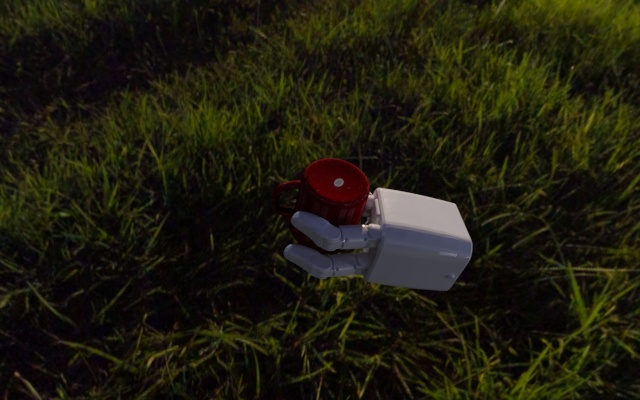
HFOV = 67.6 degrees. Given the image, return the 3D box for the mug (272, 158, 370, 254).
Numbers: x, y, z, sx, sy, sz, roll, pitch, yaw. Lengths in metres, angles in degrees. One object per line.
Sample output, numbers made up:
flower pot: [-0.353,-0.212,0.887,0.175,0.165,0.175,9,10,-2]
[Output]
mug: [-0.001,0.001,0.576,0.117,0.093,0.082,9,-44,-6]
